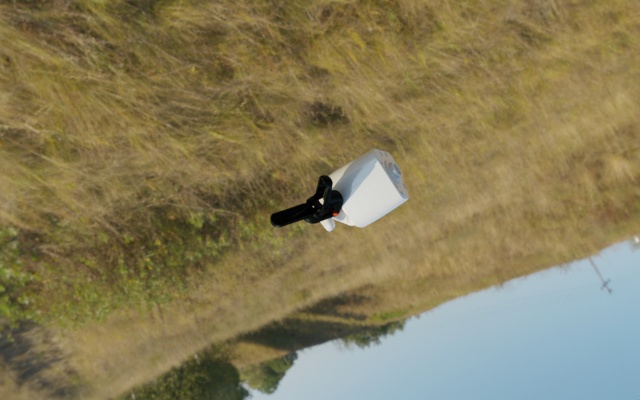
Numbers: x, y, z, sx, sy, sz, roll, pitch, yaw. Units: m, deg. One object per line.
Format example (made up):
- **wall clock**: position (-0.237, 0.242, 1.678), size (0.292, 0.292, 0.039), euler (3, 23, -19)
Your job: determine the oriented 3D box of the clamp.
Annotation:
- **clamp**: position (0.000, 0.003, 0.809), size (0.120, 0.039, 0.171), euler (-35, -14, 24)
